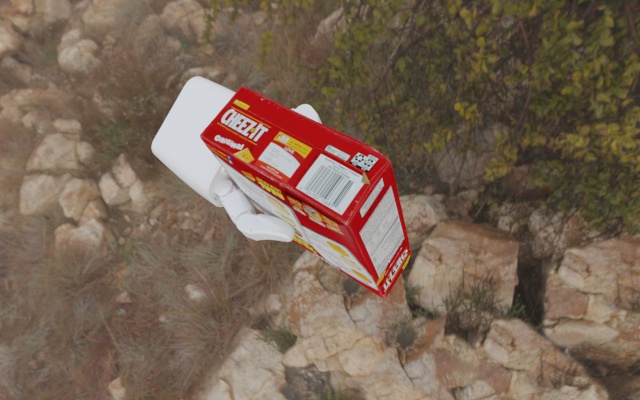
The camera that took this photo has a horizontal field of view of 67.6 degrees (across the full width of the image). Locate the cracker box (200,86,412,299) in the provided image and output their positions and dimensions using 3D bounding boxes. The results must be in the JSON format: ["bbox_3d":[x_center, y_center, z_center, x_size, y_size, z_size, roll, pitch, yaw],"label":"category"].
[{"bbox_3d":[0.000,0.002,0.475,0.164,0.072,0.214,30,-14,26],"label":"cracker box"}]
